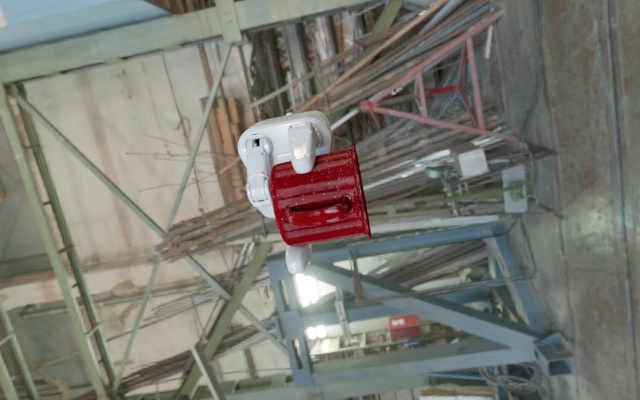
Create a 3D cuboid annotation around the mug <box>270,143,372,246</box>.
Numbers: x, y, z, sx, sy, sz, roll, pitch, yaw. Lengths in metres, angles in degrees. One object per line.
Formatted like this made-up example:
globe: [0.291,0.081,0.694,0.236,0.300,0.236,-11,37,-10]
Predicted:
mug: [0.000,0.002,0.444,0.081,0.093,0.117,-10,16,6]
